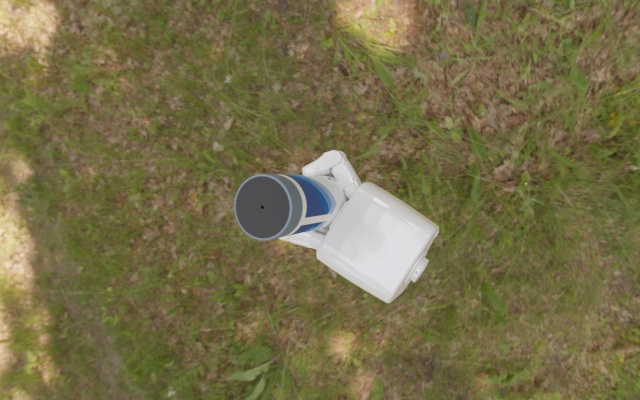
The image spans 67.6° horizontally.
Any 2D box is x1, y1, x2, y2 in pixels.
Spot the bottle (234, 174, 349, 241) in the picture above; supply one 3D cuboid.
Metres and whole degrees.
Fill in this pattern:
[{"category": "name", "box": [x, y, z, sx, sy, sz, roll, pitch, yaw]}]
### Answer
[{"category": "bottle", "box": [0.000, 0.002, 0.608, 0.069, 0.069, 0.295, 0, 2, 23]}]
